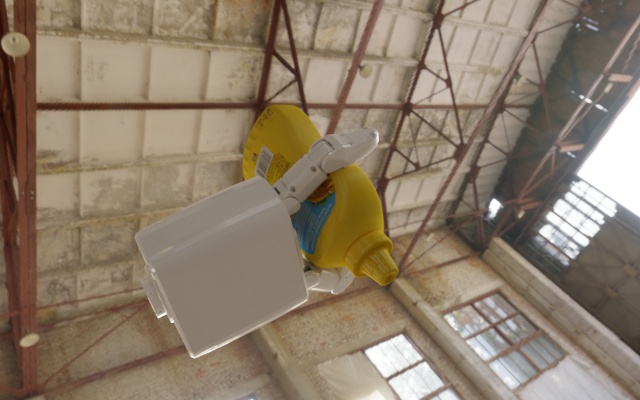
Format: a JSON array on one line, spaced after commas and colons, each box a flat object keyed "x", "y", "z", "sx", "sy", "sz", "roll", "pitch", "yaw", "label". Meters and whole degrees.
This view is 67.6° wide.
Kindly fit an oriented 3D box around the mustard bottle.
[{"x": 0.000, "y": 0.001, "z": 0.420, "sx": 0.058, "sy": 0.096, "sz": 0.191, "roll": -6, "pitch": 41, "yaw": -40, "label": "mustard bottle"}]
